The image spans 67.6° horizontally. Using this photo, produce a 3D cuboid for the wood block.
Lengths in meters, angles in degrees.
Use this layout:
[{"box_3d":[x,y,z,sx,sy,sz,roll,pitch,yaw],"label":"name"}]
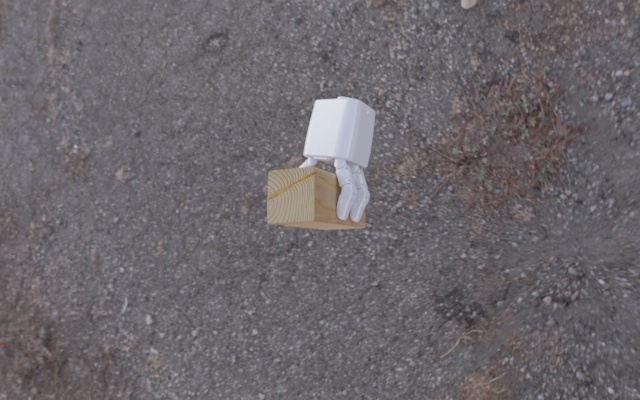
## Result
[{"box_3d":[0.000,0.002,0.855,0.091,0.090,0.206,-4,-8,28],"label":"wood block"}]
